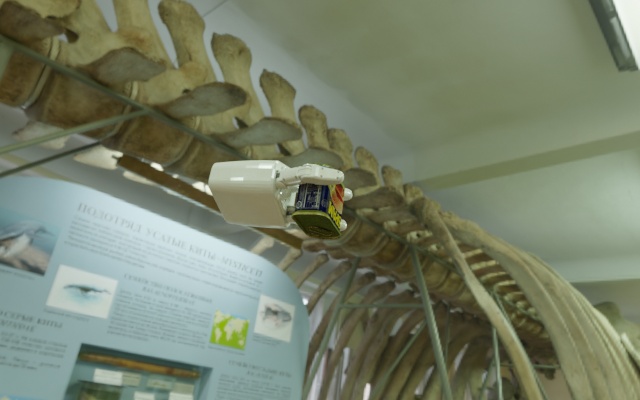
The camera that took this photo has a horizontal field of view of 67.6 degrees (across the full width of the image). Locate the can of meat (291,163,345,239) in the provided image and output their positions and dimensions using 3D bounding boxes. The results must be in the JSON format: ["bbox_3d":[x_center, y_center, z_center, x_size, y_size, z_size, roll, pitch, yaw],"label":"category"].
[{"bbox_3d":[0.000,0.002,0.725,0.057,0.084,0.102,0,-24,18],"label":"can of meat"}]
